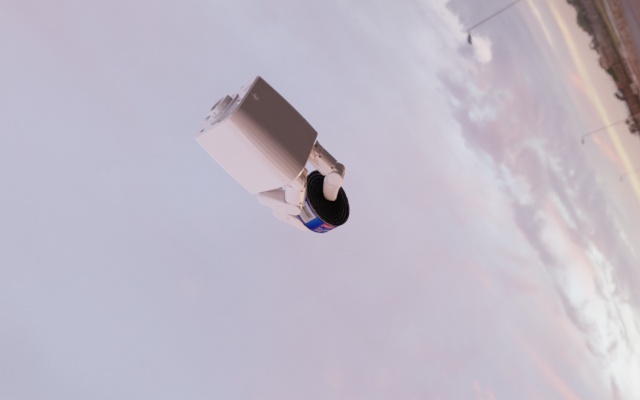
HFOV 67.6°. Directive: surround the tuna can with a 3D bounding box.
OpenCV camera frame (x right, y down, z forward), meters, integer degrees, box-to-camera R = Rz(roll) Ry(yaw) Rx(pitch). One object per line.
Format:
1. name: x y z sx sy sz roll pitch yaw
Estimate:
1. tuna can: 0.000 0.002 0.673 0.034 0.086 0.086 -30 -19 37
